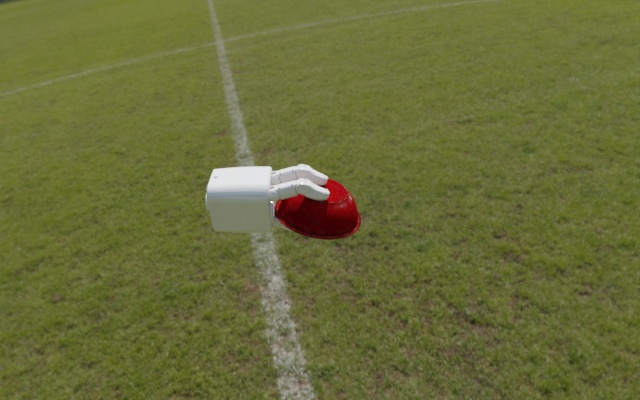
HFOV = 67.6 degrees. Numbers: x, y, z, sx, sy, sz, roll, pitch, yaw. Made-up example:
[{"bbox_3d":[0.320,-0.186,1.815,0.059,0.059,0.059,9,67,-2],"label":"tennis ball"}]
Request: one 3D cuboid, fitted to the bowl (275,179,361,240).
[{"bbox_3d":[0.001,0.002,0.866,0.162,0.055,0.162,9,30,-5],"label":"bowl"}]
